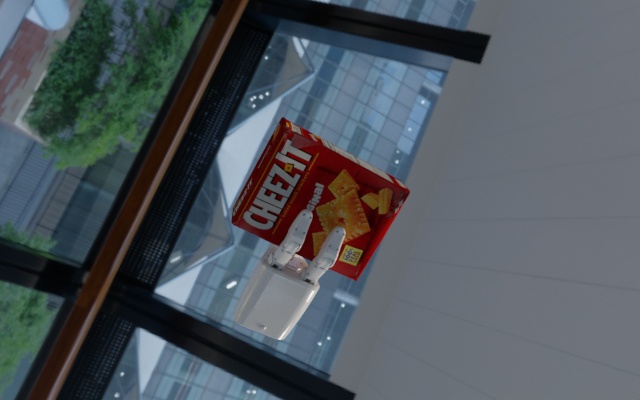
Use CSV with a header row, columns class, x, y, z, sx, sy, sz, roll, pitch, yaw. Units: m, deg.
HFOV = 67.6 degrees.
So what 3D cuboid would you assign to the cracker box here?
class,x,y,z,sx,sy,sz,roll,pitch,yaw
cracker box,0.000,0.002,0.709,0.214,0.164,0.072,26,14,-16
